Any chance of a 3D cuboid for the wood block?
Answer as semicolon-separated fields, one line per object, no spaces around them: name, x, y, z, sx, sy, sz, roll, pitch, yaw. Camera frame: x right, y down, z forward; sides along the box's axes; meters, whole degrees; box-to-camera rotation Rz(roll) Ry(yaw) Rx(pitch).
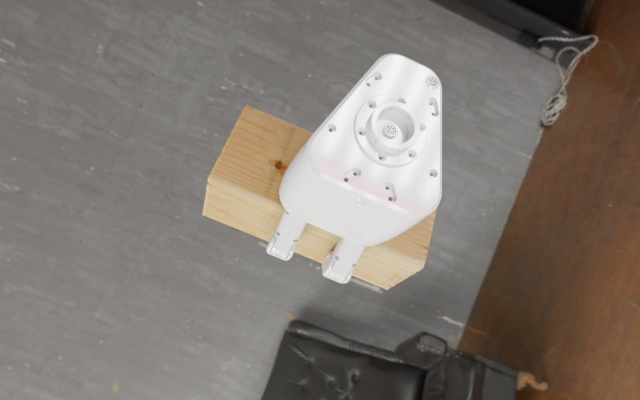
wood block;0.000;0.001;0.474;0.206;0.090;0.090;23;-28;-6
